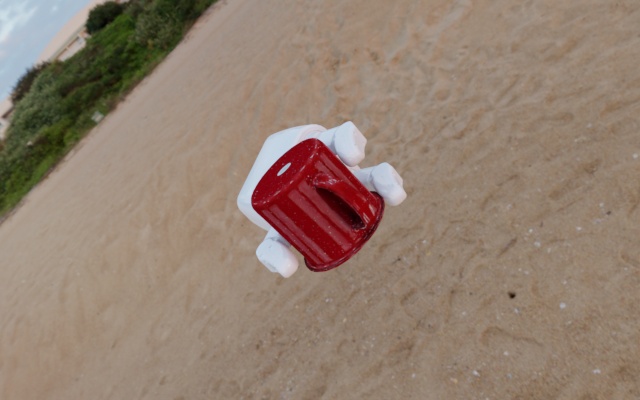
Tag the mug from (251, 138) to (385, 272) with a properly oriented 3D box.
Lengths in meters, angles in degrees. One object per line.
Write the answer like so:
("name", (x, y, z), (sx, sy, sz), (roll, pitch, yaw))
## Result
("mug", (0.001, 0.001, 0.402), (0.081, 0.093, 0.117), (45, -18, -22))
